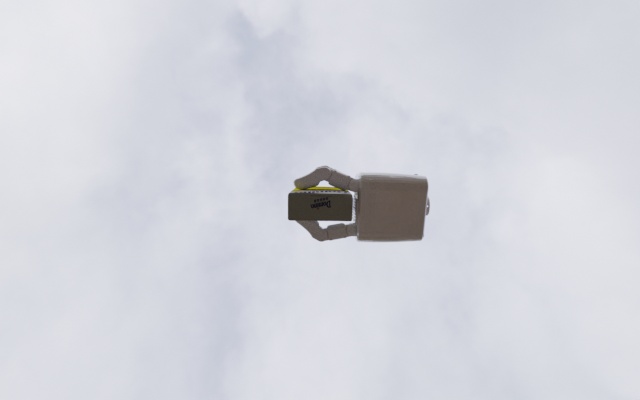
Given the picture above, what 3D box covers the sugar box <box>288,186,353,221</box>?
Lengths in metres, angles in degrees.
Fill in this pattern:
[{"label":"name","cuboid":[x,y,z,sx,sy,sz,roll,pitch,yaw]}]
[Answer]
[{"label":"sugar box","cuboid":[0.000,0.002,0.750,0.093,0.048,0.176,1,2,0]}]
